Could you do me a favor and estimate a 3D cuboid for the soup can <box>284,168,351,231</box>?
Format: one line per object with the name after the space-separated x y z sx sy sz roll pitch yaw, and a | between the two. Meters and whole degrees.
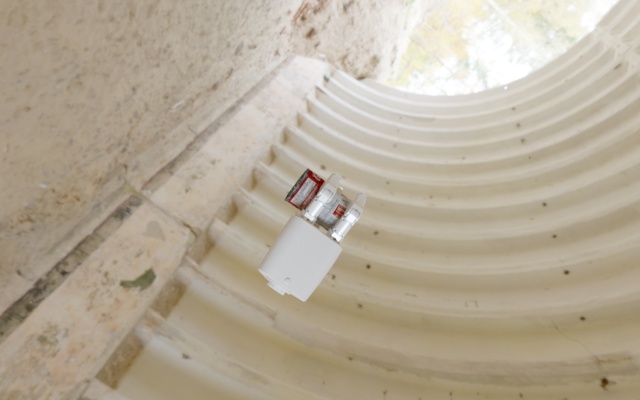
0.001 0.002 0.804 0.102 0.068 0.068 36 -6 -8 | soup can
